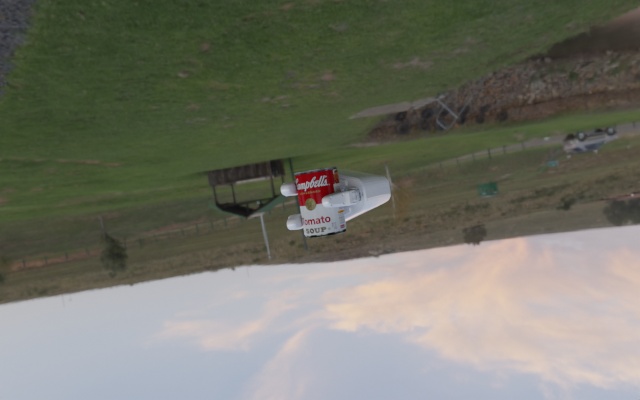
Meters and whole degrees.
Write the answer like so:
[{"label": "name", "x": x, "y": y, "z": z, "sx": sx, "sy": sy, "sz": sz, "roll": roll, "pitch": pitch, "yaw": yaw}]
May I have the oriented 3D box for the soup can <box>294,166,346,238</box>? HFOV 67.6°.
[{"label": "soup can", "x": 0.000, "y": 0.003, "z": 0.745, "sx": 0.068, "sy": 0.102, "sz": 0.068, "roll": -9, "pitch": 3, "yaw": 0}]
